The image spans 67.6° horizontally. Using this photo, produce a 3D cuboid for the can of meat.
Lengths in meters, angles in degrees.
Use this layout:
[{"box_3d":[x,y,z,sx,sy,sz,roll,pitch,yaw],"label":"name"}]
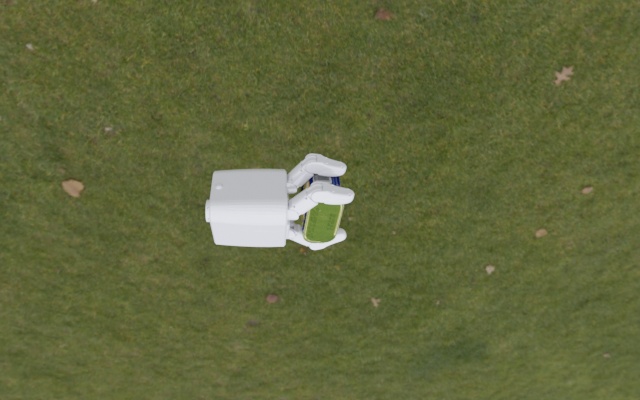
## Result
[{"box_3d":[0.000,0.003,0.718,0.057,0.102,0.083,3,44,-9],"label":"can of meat"}]
